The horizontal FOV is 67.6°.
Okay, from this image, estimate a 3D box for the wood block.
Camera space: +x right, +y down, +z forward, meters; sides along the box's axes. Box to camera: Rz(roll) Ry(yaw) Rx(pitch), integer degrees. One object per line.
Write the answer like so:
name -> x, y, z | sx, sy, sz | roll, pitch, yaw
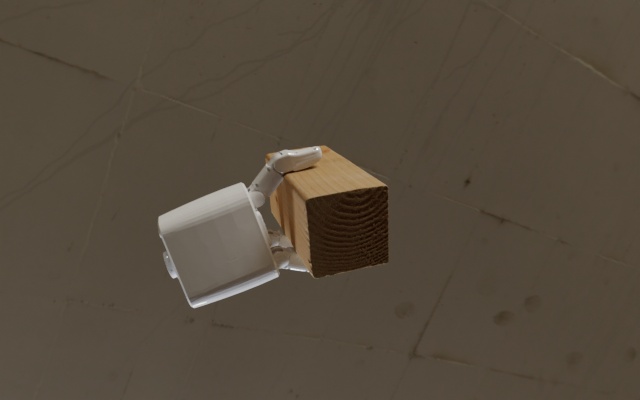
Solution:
wood block -> 0.000, 0.002, 0.580 | 0.090, 0.091, 0.206 | -10, 21, -15
